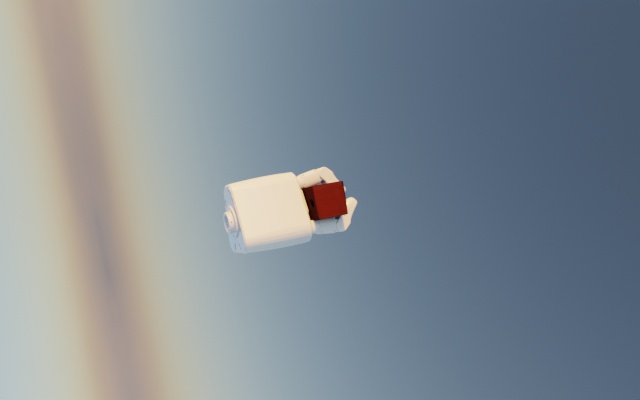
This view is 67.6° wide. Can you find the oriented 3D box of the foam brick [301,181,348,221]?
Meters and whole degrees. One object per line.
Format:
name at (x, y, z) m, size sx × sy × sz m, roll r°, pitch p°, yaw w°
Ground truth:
foam brick at (0.000, 0.002, 0.743) m, size 0.051 × 0.053 × 0.078 m, roll -10°, pitch -1°, yaw -25°
